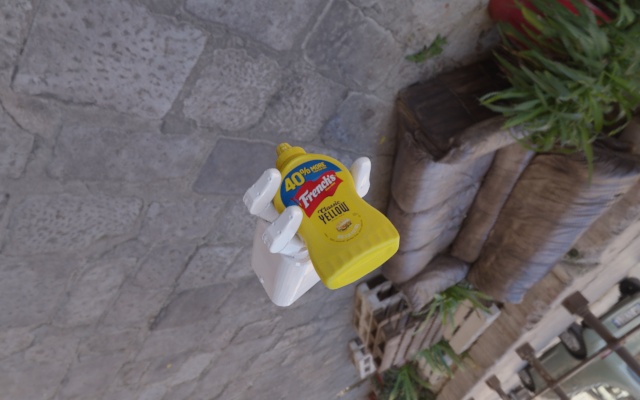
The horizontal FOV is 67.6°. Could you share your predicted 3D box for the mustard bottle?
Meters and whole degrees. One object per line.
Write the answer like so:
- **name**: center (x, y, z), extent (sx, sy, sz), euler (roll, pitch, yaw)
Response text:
- **mustard bottle**: center (0.000, 0.002, 0.554), extent (0.096, 0.191, 0.058), euler (-30, -30, -10)
